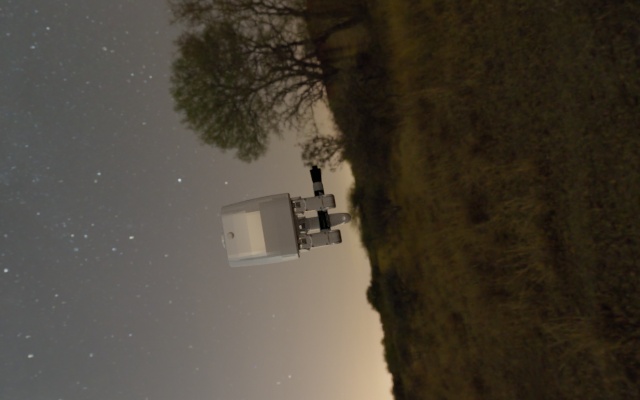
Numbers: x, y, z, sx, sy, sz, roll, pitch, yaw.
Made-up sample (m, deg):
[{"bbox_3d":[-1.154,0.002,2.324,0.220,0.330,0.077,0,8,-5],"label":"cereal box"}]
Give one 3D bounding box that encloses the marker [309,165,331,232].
[{"bbox_3d":[0.000,0.003,0.776,0.020,0.121,0.020,-10,-5,-1],"label":"marker"}]
